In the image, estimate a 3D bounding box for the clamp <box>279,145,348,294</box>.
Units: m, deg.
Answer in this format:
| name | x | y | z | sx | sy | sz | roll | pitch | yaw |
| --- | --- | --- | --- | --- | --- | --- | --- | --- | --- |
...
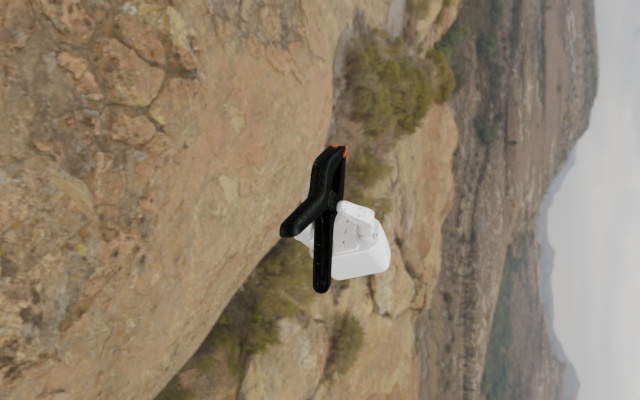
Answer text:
| name | x | y | z | sx | sy | sz | roll | pitch | yaw |
| --- | --- | --- | --- | --- | --- | --- | --- | --- | --- |
| clamp | 0.001 | 0.002 | 0.647 | 0.036 | 0.210 | 0.165 | 3 | -27 | 19 |
